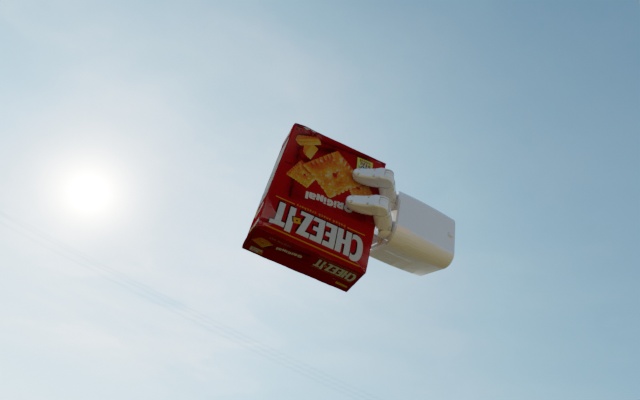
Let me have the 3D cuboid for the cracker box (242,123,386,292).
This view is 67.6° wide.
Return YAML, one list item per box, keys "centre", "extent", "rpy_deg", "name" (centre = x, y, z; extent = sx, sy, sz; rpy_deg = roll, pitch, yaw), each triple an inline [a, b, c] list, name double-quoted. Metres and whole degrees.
- centre: [0.000, 0.002, 0.704]
  extent: [0.164, 0.213, 0.072]
  rpy_deg: [24, -41, -10]
  name: "cracker box"
